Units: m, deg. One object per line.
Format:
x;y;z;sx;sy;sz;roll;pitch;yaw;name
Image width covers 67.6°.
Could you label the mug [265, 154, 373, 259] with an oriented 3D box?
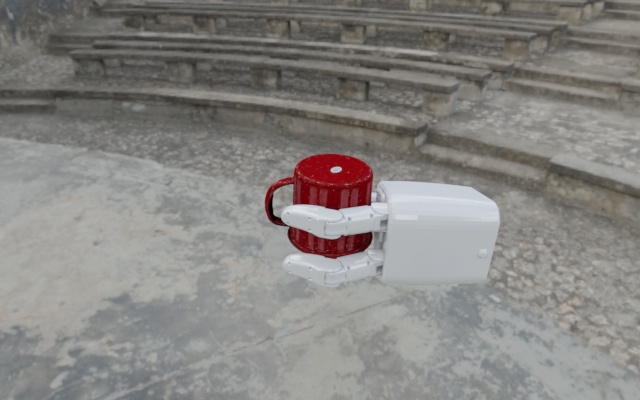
-0.001;0.001;0.502;0.117;0.081;0.093;2;28;-2;mug
